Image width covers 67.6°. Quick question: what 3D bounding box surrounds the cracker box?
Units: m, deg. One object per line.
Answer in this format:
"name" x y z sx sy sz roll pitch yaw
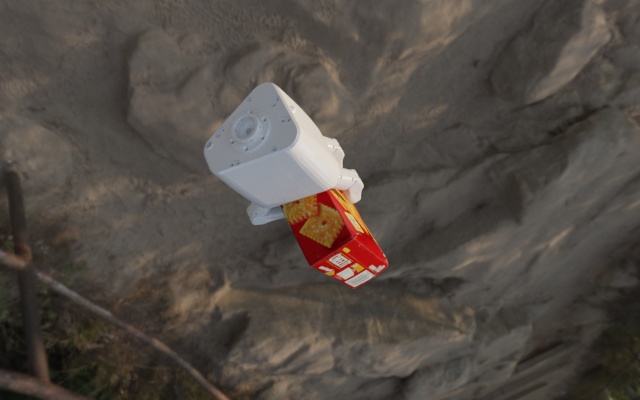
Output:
"cracker box" 0.000 0.002 0.655 0.072 0.213 0.164 -33 -28 9
